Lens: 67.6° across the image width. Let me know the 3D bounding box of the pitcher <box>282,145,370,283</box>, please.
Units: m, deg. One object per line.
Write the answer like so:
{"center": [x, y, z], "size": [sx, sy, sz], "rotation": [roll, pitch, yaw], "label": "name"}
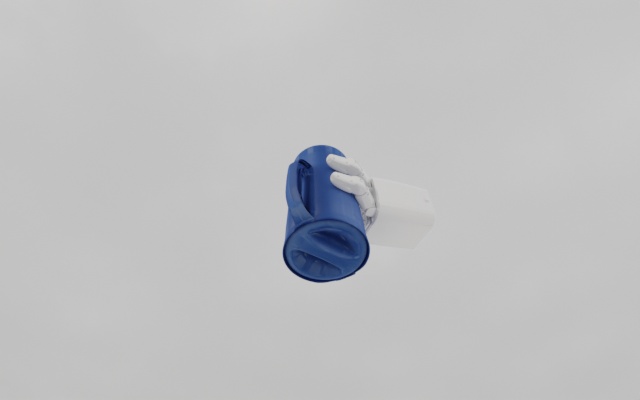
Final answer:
{"center": [0.000, 0.003, 0.805], "size": [0.145, 0.149, 0.242], "rotation": [10, 37, -11], "label": "pitcher"}
